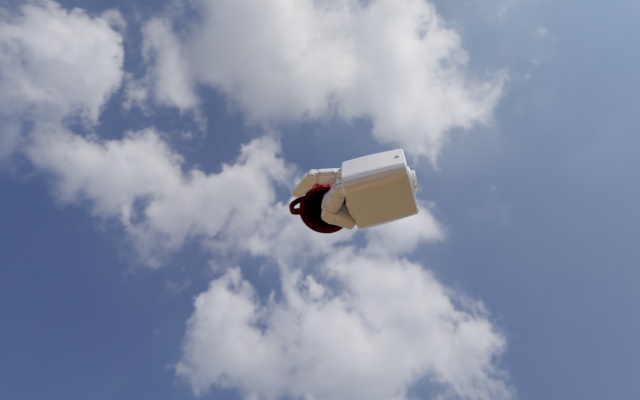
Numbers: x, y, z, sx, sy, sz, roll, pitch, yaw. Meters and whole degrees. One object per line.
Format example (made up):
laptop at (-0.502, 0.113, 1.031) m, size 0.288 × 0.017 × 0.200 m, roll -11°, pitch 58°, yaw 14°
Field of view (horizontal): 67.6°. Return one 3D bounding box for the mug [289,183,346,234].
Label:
mug at (-0.001, 0.003, 0.872) m, size 0.117 × 0.093 × 0.081 m, roll -12°, pitch 25°, yaw 11°
